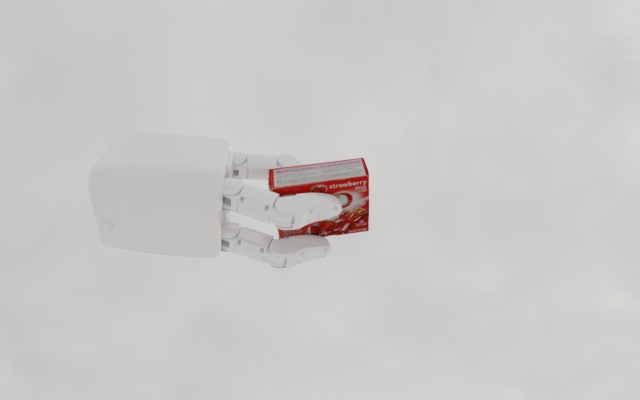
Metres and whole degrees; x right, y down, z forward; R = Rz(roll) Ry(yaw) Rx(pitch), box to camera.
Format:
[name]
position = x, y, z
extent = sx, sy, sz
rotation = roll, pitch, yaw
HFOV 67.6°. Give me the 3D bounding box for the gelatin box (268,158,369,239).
[gelatin box]
position = 0.000, 0.001, 0.444
extent = 0.089, 0.073, 0.030
rotation = -8, 45, -2
